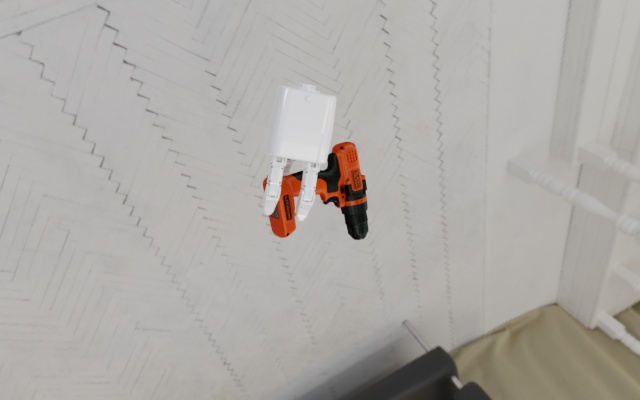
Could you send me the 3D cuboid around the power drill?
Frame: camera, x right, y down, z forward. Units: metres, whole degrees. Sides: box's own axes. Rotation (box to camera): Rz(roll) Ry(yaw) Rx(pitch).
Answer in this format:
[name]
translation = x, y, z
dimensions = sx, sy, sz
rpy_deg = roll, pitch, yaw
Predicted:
[power drill]
translation = 0.000, 0.003, 0.839
dimensions = 0.187, 0.184, 0.057
rpy_deg = -18, 14, -30
